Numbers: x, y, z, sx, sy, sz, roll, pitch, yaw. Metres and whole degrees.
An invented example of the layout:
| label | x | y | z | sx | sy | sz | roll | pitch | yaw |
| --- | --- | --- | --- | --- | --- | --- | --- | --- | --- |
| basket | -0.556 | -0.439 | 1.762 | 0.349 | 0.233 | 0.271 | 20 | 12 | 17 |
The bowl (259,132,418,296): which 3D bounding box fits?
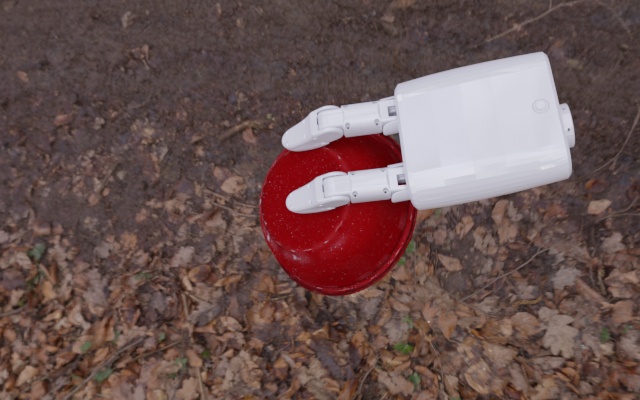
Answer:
| label | x | y | z | sx | sy | sz | roll | pitch | yaw |
| --- | --- | --- | --- | --- | --- | --- | --- | --- | --- |
| bowl | -0.001 | 0.002 | 0.419 | 0.162 | 0.162 | 0.055 | 0 | -10 | 34 |
